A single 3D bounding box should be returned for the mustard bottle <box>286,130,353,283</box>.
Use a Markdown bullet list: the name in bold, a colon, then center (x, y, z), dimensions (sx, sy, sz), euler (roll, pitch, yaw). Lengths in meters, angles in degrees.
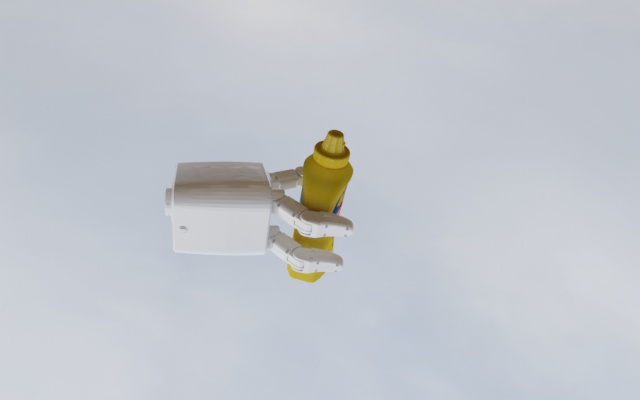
- **mustard bottle**: center (0.000, 0.002, 0.573), dimensions (0.058, 0.192, 0.096), euler (16, 37, 5)
